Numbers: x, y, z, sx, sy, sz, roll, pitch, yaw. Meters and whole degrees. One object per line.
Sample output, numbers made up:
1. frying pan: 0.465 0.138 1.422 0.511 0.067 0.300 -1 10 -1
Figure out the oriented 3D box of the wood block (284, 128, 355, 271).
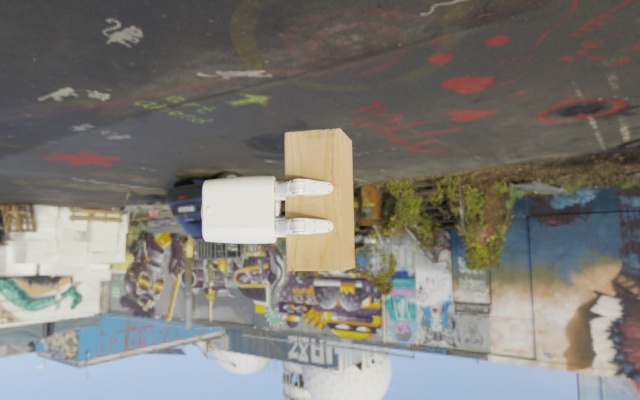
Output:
1. wood block: 0.000 0.003 0.736 0.090 0.206 0.091 -2 -5 14
